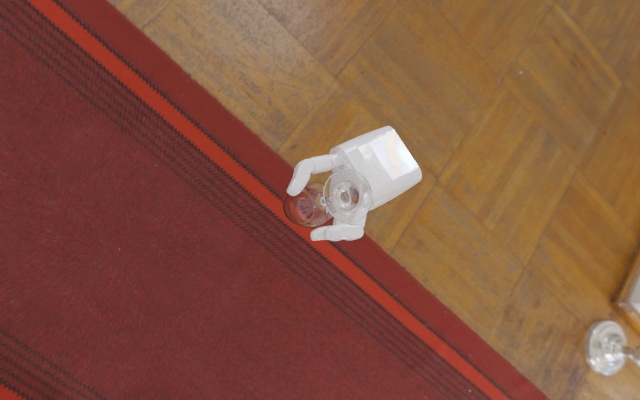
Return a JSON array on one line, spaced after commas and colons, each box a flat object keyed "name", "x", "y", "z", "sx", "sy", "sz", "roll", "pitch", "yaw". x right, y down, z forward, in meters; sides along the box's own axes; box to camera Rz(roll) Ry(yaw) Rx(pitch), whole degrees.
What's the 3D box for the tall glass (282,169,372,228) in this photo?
[{"name": "tall glass", "x": 0.000, "y": 0.002, "z": 0.739, "sx": 0.079, "sy": 0.079, "sz": 0.201, "roll": 0, "pitch": -5, "yaw": -23}]
